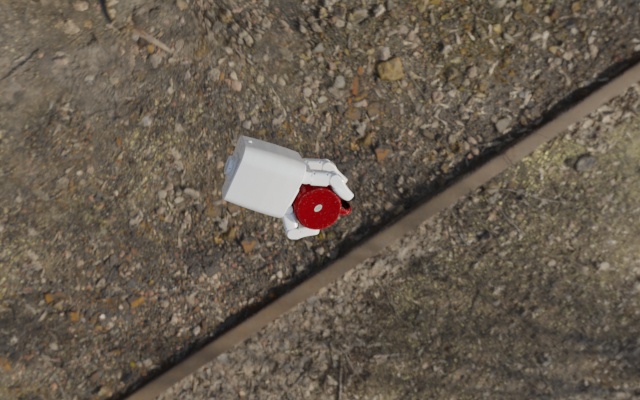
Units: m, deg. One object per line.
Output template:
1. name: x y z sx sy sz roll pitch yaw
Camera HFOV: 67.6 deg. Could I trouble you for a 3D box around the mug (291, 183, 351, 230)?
1. mug: 0.001 0.003 0.847 0.117 0.093 0.081 16 20 -20
